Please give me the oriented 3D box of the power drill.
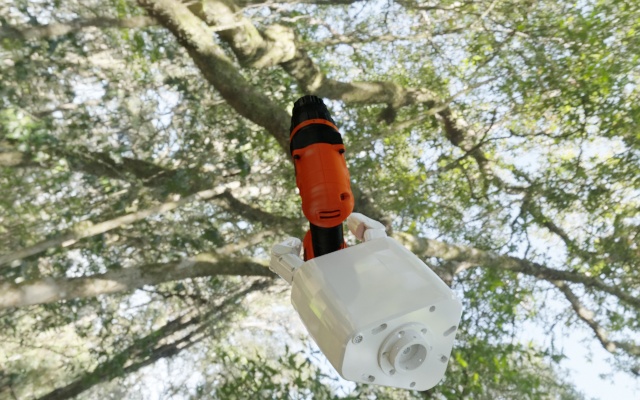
[{"bbox_3d":[0.000,0.002,0.513,0.057,0.188,0.184,-7,42,0],"label":"power drill"}]
